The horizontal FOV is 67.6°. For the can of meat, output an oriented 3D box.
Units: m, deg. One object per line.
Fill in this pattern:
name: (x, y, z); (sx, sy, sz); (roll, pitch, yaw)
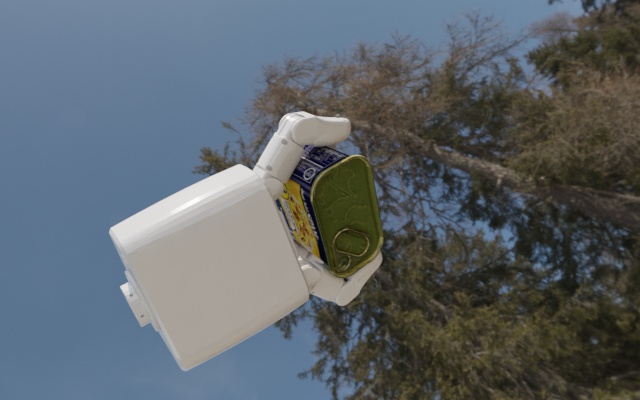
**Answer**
can of meat: (0.000, 0.001, 0.402); (0.057, 0.102, 0.084); (-31, 36, -23)
